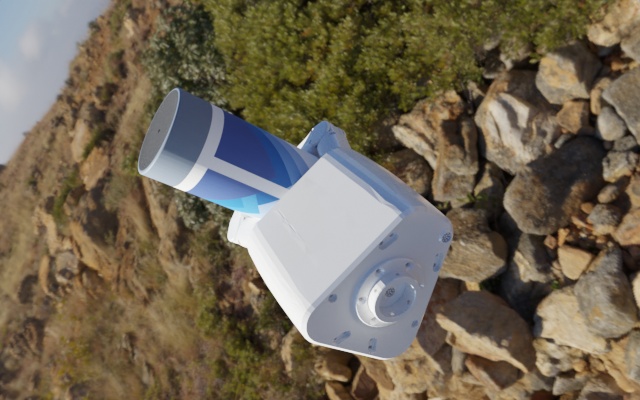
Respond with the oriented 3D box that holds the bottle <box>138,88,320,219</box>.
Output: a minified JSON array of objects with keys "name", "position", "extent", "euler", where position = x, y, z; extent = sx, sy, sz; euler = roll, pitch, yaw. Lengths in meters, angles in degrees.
[{"name":"bottle","position":[0.000,0.001,0.413],"extent":[0.296,0.069,0.069],"euler":[24,-13,-32]}]
